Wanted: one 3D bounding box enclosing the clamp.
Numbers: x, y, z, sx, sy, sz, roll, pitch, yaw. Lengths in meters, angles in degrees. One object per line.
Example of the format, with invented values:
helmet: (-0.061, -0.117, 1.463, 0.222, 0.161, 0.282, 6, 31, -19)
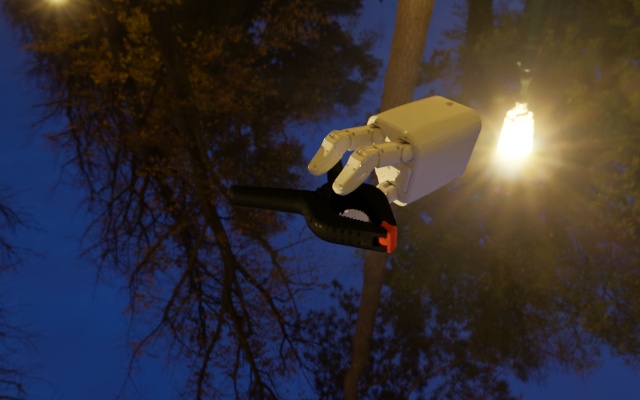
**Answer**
clamp: (0.001, 0.003, 0.544, 0.164, 0.036, 0.210, -25, 39, -22)
